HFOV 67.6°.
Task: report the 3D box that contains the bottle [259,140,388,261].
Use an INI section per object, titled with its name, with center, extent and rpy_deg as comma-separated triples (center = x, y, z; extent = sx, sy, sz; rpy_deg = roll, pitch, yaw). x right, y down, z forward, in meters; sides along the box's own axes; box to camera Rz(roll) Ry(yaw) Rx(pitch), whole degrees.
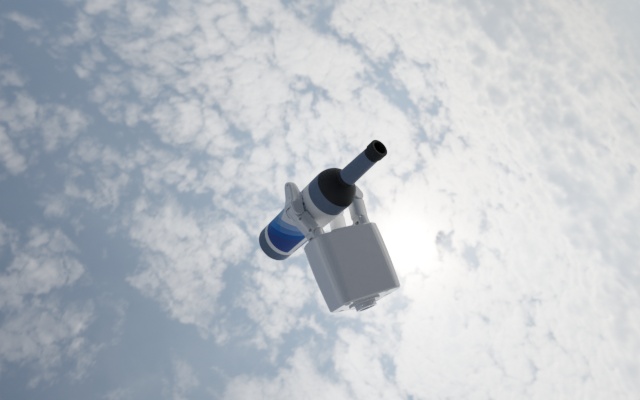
[bottle]
center = 0.000, 0.002, 0.734
extent = 0.069, 0.069, 0.296
rpy_deg = 0, -30, -38
